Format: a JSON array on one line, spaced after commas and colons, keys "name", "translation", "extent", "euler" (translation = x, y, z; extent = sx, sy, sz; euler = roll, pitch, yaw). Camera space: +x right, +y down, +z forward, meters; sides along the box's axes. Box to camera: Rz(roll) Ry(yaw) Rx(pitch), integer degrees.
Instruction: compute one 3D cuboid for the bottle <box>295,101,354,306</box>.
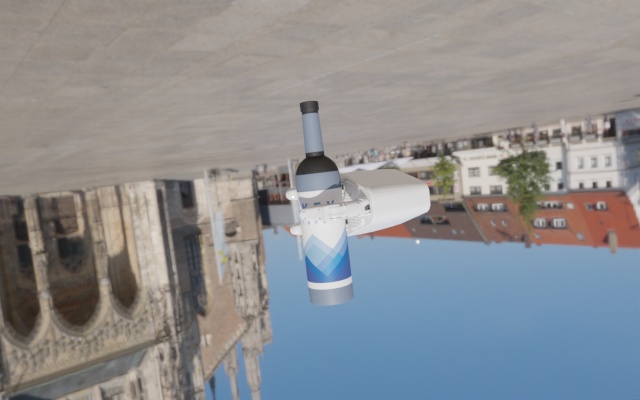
[{"name": "bottle", "translation": [0.000, 0.003, 0.707], "extent": [0.069, 0.296, 0.069], "euler": [-7, 4, 0]}]
